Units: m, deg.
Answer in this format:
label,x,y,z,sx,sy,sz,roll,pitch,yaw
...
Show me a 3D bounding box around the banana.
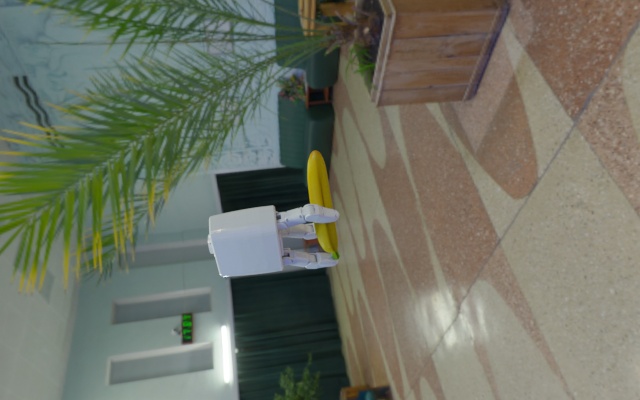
label,x,y,z,sx,sy,sz,roll,pitch,yaw
banana,0.001,0.003,0.815,0.037,0.197,0.069,-9,-10,-1
